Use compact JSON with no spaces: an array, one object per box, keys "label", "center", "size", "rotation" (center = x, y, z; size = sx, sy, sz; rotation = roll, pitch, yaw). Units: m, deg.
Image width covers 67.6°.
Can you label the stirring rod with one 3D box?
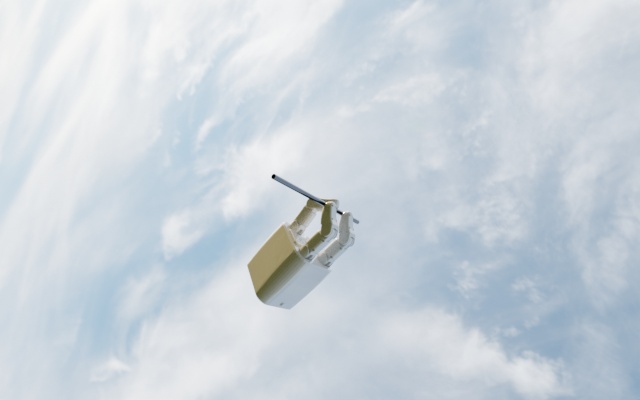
[{"label":"stirring rod","center":[0.000,0.002,0.763],"size":[0.011,0.011,0.239],"rotation":[0,-18,35]}]
